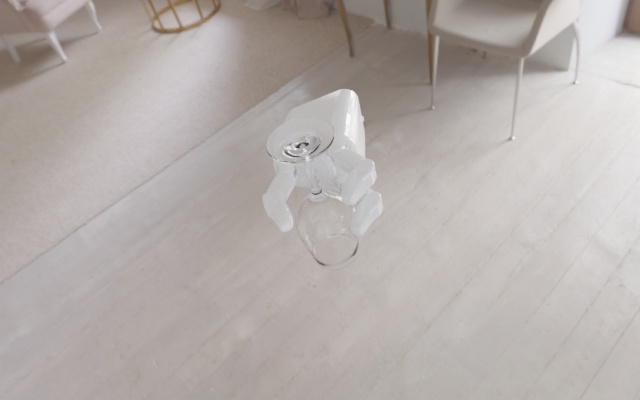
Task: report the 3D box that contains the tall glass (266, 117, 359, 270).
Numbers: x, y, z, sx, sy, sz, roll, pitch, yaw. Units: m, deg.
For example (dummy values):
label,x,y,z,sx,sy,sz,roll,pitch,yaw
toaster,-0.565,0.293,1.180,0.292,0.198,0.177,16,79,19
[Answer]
label,x,y,z,sx,sy,sz,roll,pitch,yaw
tall glass,0.000,0.002,0.571,0.079,0.079,0.201,0,-43,17
